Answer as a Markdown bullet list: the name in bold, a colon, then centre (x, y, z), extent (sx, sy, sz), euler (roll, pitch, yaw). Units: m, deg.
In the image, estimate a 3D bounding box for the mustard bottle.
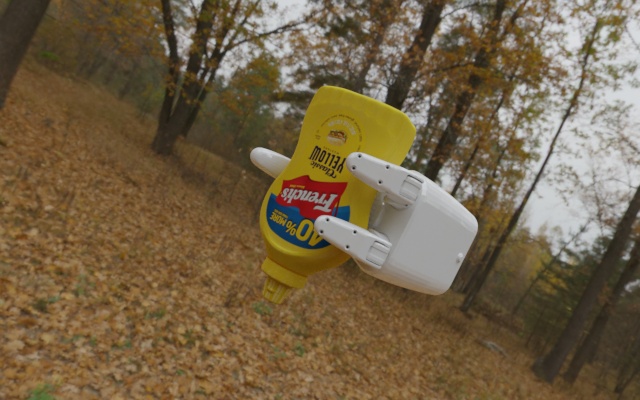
- **mustard bottle**: centre (0.000, 0.001, 0.417), extent (0.096, 0.191, 0.058), euler (26, 0, 26)
